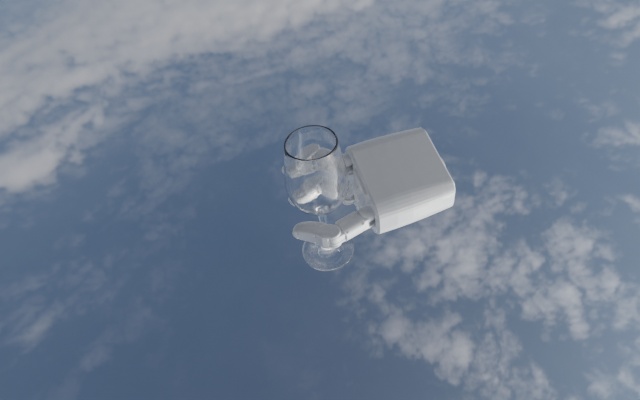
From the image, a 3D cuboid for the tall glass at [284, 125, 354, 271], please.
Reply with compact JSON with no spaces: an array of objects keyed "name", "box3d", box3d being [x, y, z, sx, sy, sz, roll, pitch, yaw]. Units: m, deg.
[{"name":"tall glass","box3d":[0.000,0.003,0.606,0.079,0.079,0.201,0,-42,9]}]
